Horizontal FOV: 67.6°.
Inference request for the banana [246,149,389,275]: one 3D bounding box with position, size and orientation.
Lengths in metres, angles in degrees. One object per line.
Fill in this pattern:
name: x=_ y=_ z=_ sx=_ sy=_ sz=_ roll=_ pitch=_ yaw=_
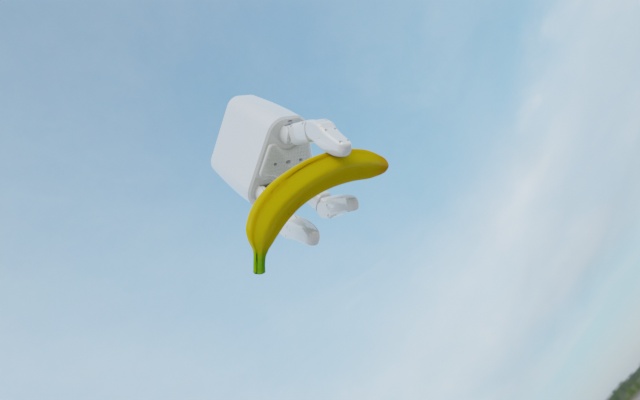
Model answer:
banana: x=-0.008 y=-0.011 z=0.496 sx=0.197 sy=0.070 sz=0.037 roll=-38 pitch=39 yaw=-22
